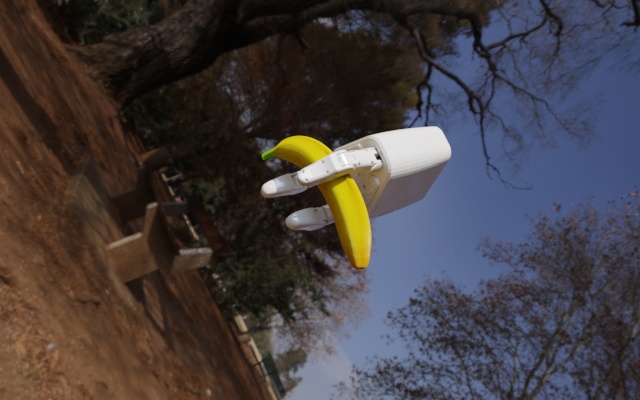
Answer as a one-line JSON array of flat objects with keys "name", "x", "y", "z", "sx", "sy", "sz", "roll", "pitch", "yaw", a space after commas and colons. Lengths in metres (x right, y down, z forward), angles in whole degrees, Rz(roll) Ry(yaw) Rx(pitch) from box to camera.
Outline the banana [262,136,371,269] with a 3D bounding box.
[{"name": "banana", "x": 0.006, "y": -0.014, "z": 0.538, "sx": 0.037, "sy": 0.070, "sz": 0.197, "roll": -5, "pitch": 45, "yaw": -45}]
